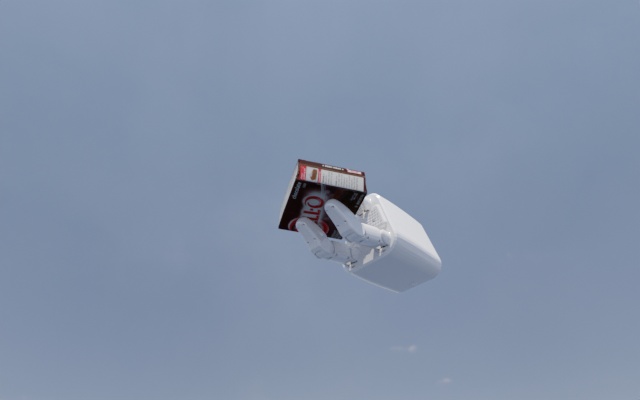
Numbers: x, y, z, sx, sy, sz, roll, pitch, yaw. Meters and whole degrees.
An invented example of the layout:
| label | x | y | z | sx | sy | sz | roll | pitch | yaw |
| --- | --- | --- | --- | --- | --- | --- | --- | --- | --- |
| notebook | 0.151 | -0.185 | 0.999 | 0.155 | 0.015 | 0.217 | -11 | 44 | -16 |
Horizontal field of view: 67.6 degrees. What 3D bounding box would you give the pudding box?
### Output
| label | x | y | z | sx | sy | sz | roll | pitch | yaw |
| --- | --- | --- | --- | --- | --- | --- | --- | --- | --- |
| pudding box | 0.000 | 0.002 | 0.613 | 0.090 | 0.039 | 0.114 | 10 | -40 | -11 |
